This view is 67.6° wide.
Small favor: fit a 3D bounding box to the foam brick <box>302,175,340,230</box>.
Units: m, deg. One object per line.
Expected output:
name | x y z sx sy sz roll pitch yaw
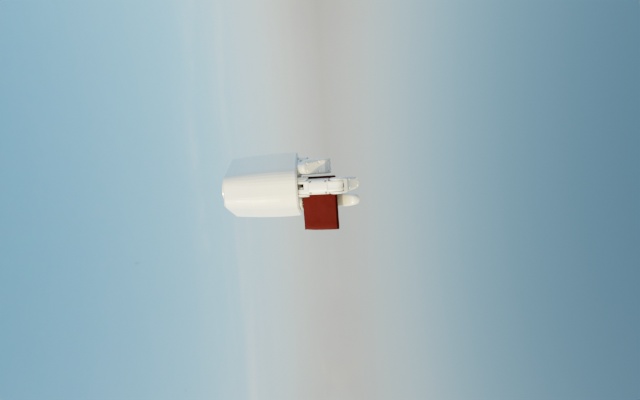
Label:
foam brick | 0.000 0.003 0.719 0.051 0.078 0.053 -4 7 0
